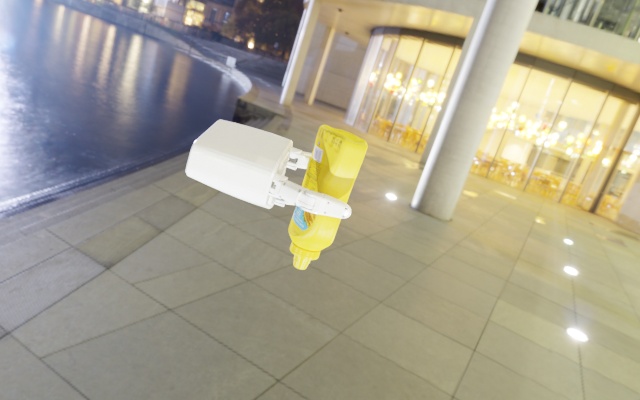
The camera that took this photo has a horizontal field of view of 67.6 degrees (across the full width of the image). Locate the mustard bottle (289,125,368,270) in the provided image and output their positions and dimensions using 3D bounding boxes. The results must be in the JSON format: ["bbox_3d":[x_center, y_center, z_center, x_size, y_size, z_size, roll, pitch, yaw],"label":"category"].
[{"bbox_3d":[0.001,0.002,0.628,0.058,0.192,0.096,13,14,-23],"label":"mustard bottle"}]
